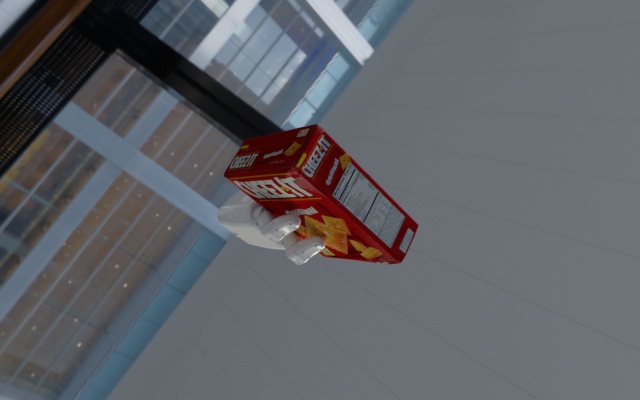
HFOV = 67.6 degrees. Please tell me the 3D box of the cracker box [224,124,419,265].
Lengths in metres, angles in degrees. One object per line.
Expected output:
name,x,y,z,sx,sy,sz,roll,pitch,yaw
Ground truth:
cracker box,0.000,0.002,0.636,0.214,0.072,0.164,41,-25,-31
